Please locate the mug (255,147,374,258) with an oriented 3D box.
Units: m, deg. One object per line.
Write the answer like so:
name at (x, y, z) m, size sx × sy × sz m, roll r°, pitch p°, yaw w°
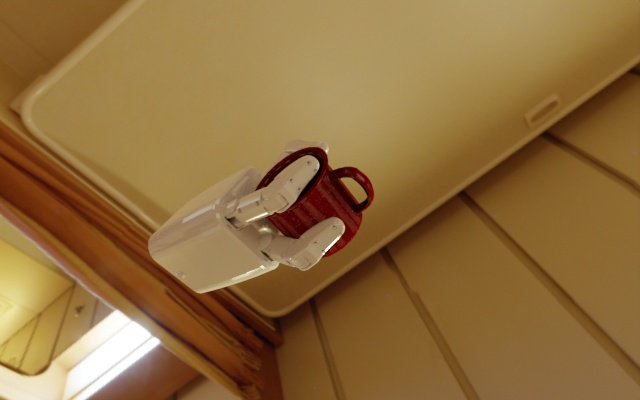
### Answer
mug at (0.001, 0.001, 0.487) m, size 0.117 × 0.093 × 0.081 m, roll -23°, pitch -54°, yaw 27°
